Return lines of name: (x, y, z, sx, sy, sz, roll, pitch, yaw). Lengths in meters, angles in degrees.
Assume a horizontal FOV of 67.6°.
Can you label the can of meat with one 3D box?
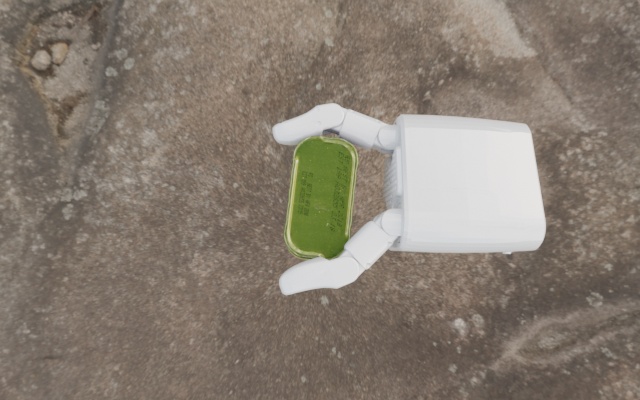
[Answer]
can of meat: (0.000, 0.001, 0.407, 0.057, 0.102, 0.084, 6, -6, -1)
